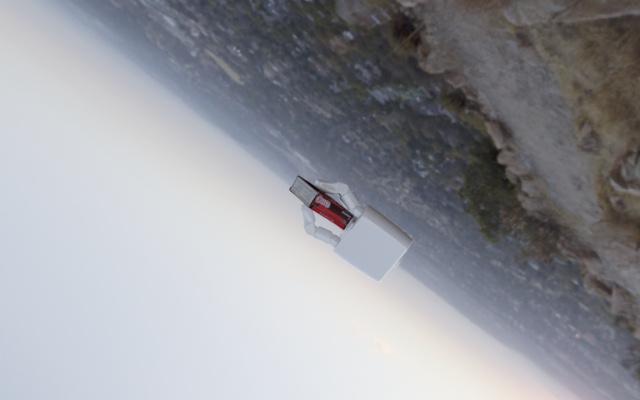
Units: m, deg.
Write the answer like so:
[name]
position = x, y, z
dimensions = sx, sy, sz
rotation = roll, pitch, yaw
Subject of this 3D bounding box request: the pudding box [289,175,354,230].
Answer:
[pudding box]
position = 0.000, 0.003, 0.888
dimensions = 0.090, 0.039, 0.113
rotation = 35, 1, -29
